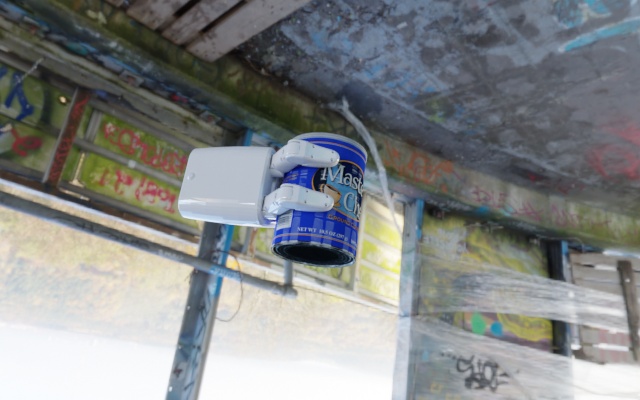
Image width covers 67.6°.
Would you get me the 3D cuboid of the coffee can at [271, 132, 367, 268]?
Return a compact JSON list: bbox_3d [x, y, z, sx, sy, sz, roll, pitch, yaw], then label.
[{"bbox_3d":[0.000,0.002,0.590,0.103,0.140,0.103,7,-21,3],"label":"coffee can"}]
